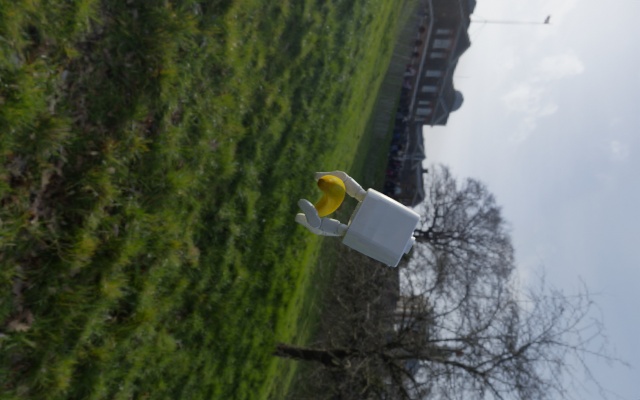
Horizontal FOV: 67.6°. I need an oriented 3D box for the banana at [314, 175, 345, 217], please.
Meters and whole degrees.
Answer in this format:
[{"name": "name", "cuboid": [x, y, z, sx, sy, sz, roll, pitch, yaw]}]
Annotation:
[{"name": "banana", "cuboid": [0.014, -0.006, 0.867, 0.069, 0.037, 0.198, -34, -13, -19]}]
